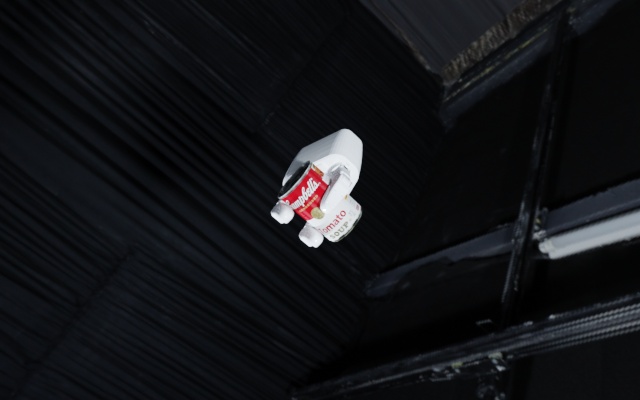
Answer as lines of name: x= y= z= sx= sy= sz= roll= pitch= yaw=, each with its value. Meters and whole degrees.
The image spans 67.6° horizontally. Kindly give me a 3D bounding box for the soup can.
soup can: x=0.000 y=0.003 z=0.673 sx=0.102 sy=0.068 sz=0.068 roll=41 pitch=-12 yaw=-15
